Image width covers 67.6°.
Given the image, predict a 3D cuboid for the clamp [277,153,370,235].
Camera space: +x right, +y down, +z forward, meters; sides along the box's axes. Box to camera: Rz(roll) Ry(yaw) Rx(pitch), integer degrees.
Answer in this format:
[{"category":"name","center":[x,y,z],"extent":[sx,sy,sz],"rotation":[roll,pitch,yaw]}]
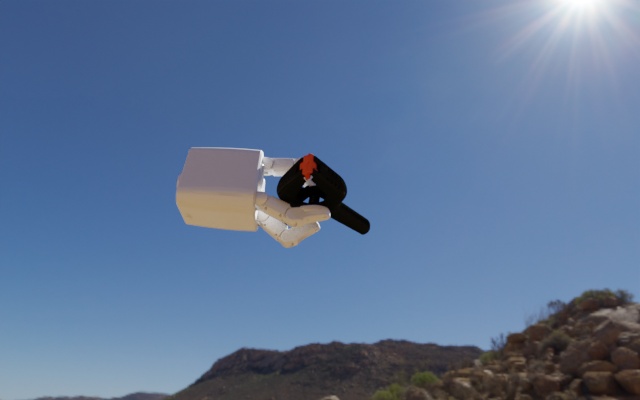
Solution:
[{"category":"clamp","center":[0.000,0.001,0.676],"extent":[0.164,0.036,0.210],"rotation":[2,-27,-3]}]
